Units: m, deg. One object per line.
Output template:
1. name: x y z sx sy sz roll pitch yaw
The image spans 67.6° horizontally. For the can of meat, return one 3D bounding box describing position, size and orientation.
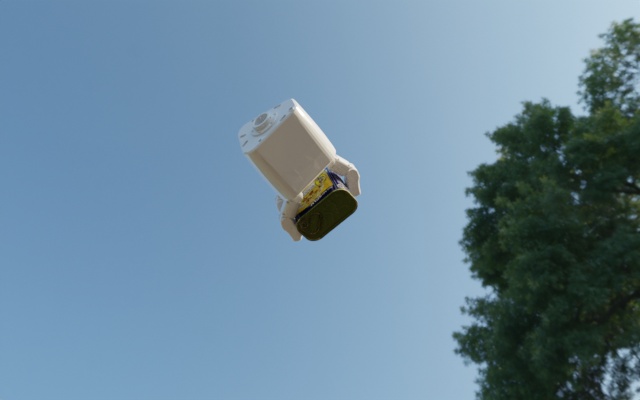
1. can of meat: 0.000 0.002 0.779 0.057 0.102 0.084 43 12 -35
